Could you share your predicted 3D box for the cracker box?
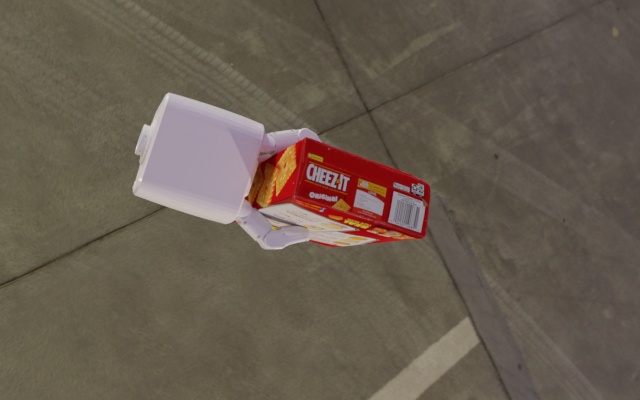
[{"bbox_3d":[0.000,0.002,0.577,0.164,0.072,0.214,17,-15,-25],"label":"cracker box"}]
